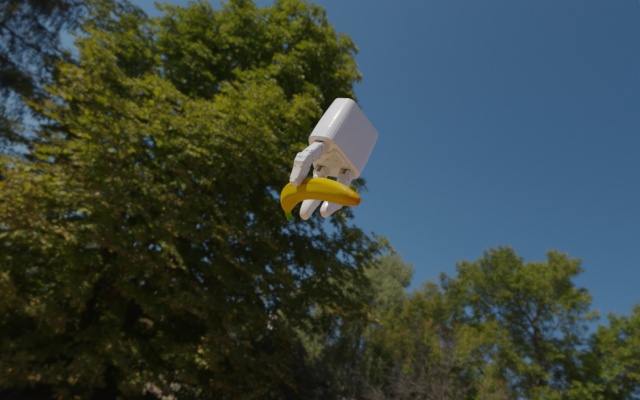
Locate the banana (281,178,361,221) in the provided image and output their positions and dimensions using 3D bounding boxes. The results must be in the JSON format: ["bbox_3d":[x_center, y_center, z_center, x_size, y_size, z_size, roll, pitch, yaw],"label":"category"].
[{"bbox_3d":[-0.014,-0.009,0.811,0.070,0.037,0.198,46,-32,-22],"label":"banana"}]
